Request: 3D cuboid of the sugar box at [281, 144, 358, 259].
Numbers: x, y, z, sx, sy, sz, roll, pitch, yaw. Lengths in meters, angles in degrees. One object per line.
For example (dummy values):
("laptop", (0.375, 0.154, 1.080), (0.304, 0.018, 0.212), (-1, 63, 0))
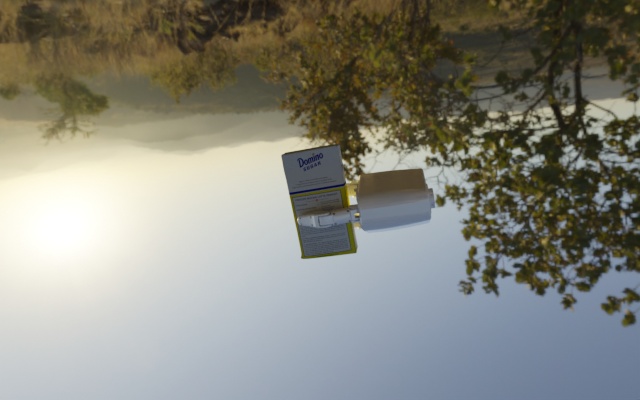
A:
("sugar box", (0.000, 0.003, 0.771), (0.093, 0.176, 0.048), (-8, 8, 9))
